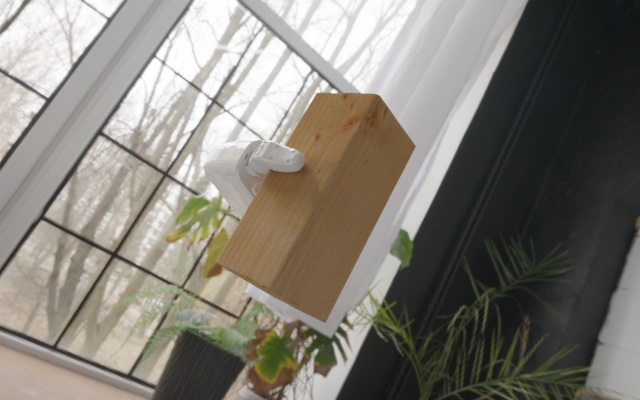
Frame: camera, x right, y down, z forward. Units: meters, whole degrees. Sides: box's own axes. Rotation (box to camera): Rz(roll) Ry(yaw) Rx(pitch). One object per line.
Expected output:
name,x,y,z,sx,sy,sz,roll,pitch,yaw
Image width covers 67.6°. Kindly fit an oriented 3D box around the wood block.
wood block,0.000,0.001,0.480,0.090,0.206,0.091,15,-20,44
